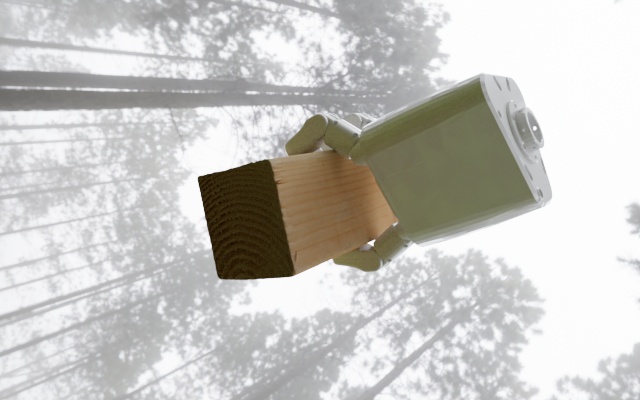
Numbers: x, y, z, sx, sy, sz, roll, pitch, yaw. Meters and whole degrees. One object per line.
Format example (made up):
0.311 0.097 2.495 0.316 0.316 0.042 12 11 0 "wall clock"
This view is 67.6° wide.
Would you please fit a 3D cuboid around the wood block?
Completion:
0.001 0.002 0.450 0.090 0.091 0.206 -9 3 38 "wood block"
